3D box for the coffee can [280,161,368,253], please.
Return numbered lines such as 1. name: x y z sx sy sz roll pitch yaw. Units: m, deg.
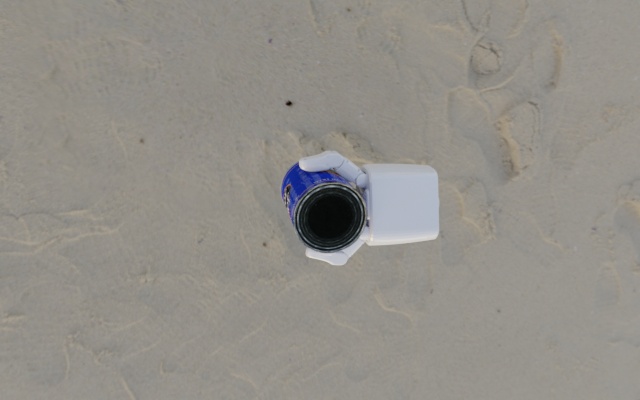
1. coffee can: 0.000 0.002 0.701 0.103 0.103 0.140 0 18 -12
